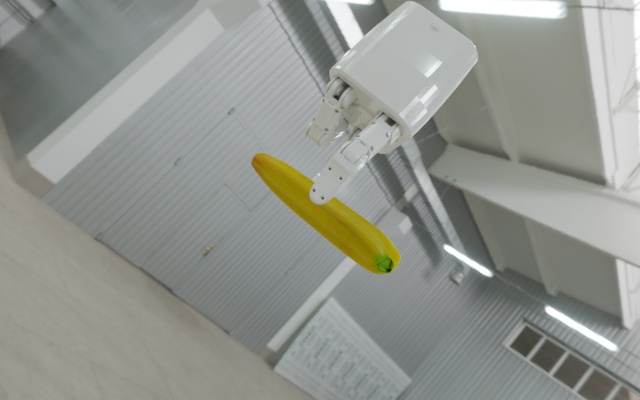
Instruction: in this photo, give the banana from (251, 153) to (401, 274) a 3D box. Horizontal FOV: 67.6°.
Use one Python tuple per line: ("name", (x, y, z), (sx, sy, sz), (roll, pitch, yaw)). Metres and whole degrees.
("banana", (0.009, 0.013, 0.445), (0.197, 0.037, 0.070), (36, -12, 38))
